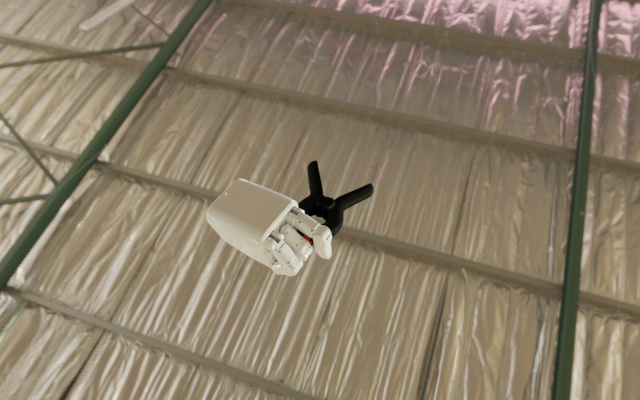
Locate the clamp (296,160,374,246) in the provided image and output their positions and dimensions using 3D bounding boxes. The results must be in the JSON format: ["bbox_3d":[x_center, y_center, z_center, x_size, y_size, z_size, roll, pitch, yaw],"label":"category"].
[{"bbox_3d":[0.000,0.003,0.780,0.120,0.039,0.171,26,49,18],"label":"clamp"}]
